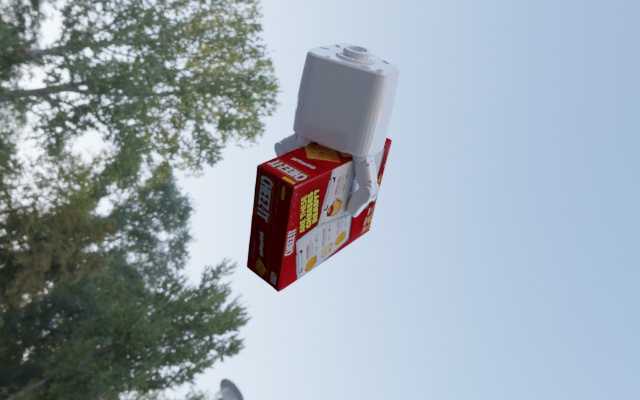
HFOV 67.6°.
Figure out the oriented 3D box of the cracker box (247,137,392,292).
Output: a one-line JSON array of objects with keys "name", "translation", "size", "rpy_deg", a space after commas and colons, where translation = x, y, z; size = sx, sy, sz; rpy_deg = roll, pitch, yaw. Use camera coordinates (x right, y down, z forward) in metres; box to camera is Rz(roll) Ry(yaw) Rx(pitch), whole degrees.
[{"name": "cracker box", "translation": [0.000, 0.002, 0.658], "size": [0.072, 0.164, 0.213], "rpy_deg": [30, 37, 28]}]
